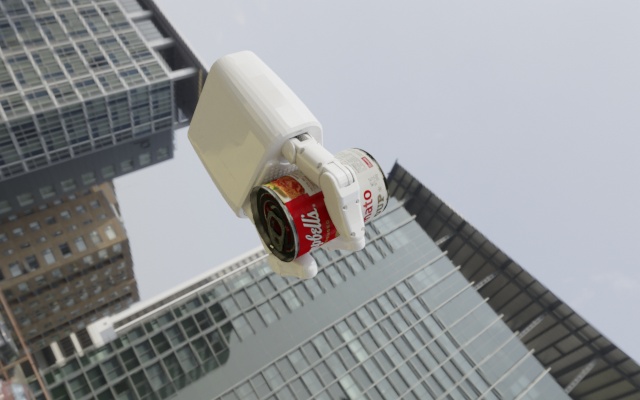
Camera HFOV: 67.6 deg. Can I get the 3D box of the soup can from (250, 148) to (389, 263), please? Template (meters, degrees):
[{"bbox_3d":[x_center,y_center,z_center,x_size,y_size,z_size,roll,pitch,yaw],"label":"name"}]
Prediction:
[{"bbox_3d":[0.001,0.002,0.412,0.102,0.068,0.068,-25,13,-29],"label":"soup can"}]
